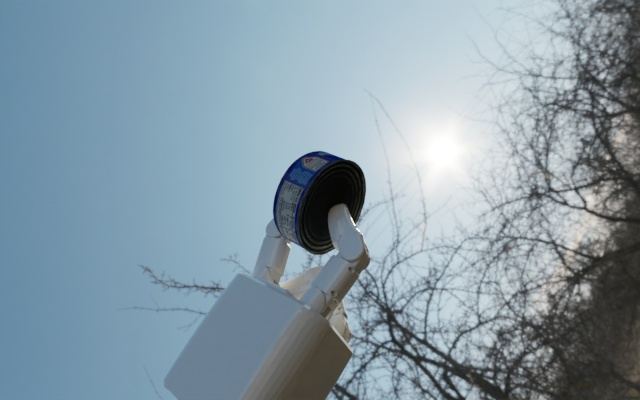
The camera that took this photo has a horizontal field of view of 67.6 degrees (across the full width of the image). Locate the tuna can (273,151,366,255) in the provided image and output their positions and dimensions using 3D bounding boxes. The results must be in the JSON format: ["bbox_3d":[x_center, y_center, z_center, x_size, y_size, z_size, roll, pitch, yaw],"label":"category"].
[{"bbox_3d":[0.000,0.001,0.413,0.033,0.086,0.086,25,15,37],"label":"tuna can"}]
